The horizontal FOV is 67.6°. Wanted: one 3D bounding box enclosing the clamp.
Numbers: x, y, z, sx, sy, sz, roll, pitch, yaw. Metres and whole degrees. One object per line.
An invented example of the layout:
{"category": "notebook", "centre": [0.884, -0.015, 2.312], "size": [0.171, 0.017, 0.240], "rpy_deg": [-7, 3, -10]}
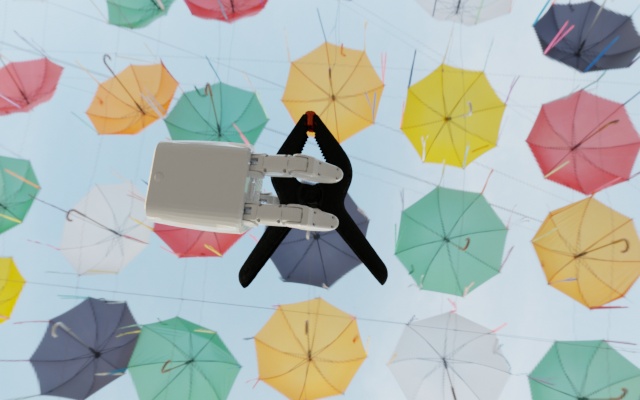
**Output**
{"category": "clamp", "centre": [0.000, 0.001, 0.547], "size": [0.164, 0.210, 0.036], "rpy_deg": [6, -12, 1]}
